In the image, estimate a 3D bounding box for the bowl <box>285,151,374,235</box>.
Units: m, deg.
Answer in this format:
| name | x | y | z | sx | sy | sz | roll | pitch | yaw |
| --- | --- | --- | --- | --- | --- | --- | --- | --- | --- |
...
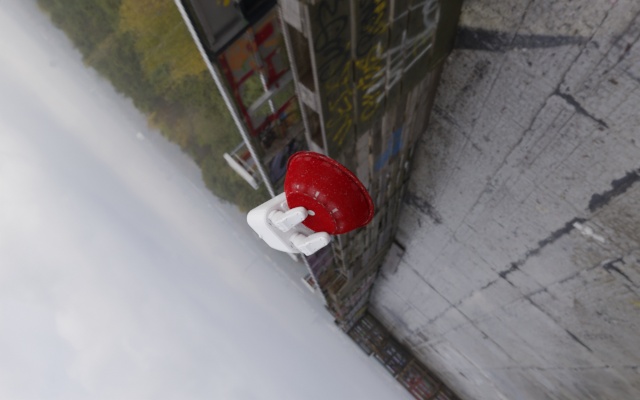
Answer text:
| name | x | y | z | sx | sy | sz | roll | pitch | yaw |
| --- | --- | --- | --- | --- | --- | --- | --- | --- | --- |
| bowl | 0.000 | 0.002 | 0.736 | 0.162 | 0.162 | 0.055 | 0 | 43 | 48 |
